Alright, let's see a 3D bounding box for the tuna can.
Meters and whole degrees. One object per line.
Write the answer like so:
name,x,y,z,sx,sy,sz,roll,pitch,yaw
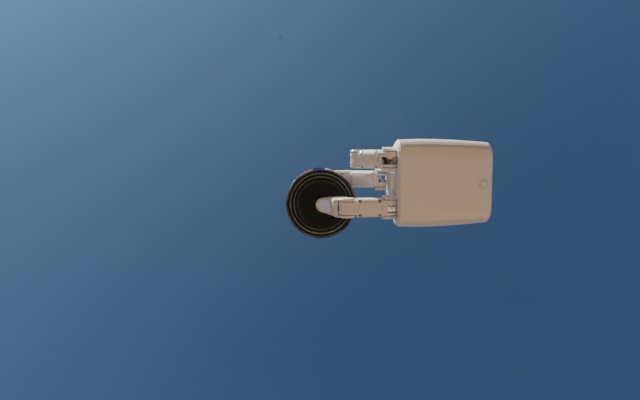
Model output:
tuna can,0.000,0.002,0.598,0.086,0.086,0.033,0,9,-3
